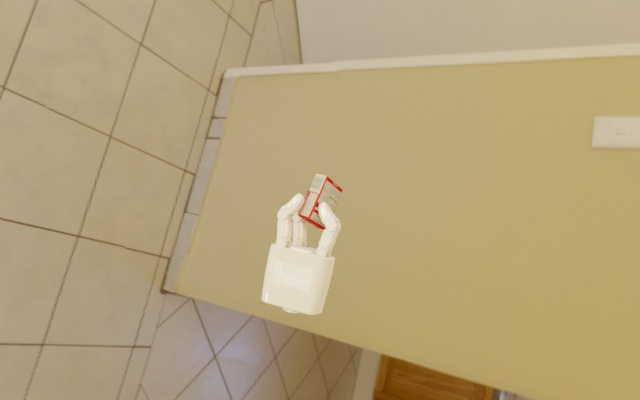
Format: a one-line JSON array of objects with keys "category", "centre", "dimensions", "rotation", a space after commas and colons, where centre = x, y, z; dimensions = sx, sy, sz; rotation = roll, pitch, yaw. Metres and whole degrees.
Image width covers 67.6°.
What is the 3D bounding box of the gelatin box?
[{"category": "gelatin box", "centre": [0.001, 0.003, 0.892], "dimensions": [0.030, 0.089, 0.073], "rotation": [18, -10, 32]}]
